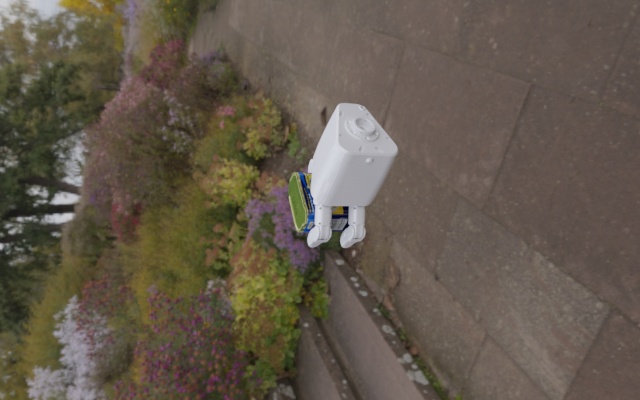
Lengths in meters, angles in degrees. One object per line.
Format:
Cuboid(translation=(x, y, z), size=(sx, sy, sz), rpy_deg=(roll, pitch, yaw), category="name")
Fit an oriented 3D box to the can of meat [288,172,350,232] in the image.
Cuboid(translation=(0.000, 0.002, 0.755), size=(0.084, 0.102, 0.057), rpy_deg=(0, -37, -23), category="can of meat")
